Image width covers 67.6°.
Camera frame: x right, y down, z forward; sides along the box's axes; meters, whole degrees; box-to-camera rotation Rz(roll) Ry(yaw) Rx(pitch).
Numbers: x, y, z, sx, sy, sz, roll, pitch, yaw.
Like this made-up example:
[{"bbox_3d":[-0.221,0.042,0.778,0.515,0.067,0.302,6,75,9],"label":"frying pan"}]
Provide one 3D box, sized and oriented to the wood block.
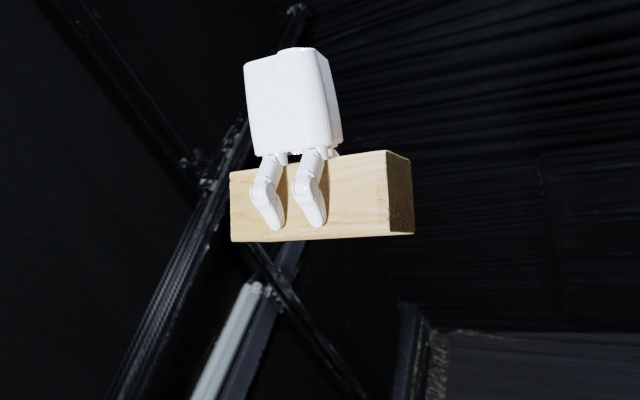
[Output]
[{"bbox_3d":[0.000,0.002,0.581,0.206,0.090,0.091,-5,-6,28],"label":"wood block"}]
